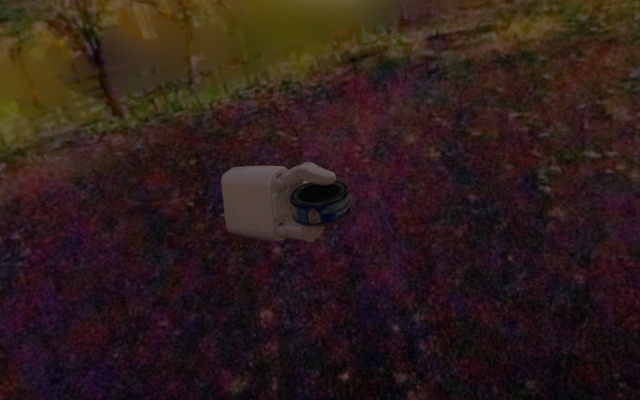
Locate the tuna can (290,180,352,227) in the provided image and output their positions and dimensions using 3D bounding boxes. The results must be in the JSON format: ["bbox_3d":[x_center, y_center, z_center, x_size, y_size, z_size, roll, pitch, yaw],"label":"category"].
[{"bbox_3d":[0.000,0.002,0.681,0.086,0.034,0.086,-8,25,4],"label":"tuna can"}]
